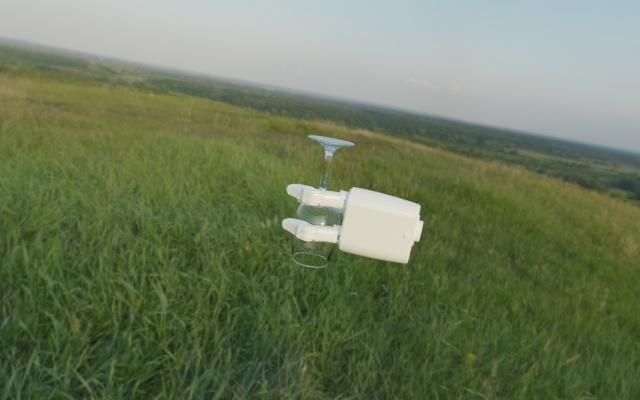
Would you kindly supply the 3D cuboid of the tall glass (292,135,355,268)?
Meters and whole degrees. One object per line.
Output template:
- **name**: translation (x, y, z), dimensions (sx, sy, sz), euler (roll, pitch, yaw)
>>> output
- **tall glass**: translation (0.000, 0.002, 0.761), dimensions (0.079, 0.201, 0.079), euler (10, 12, -2)
